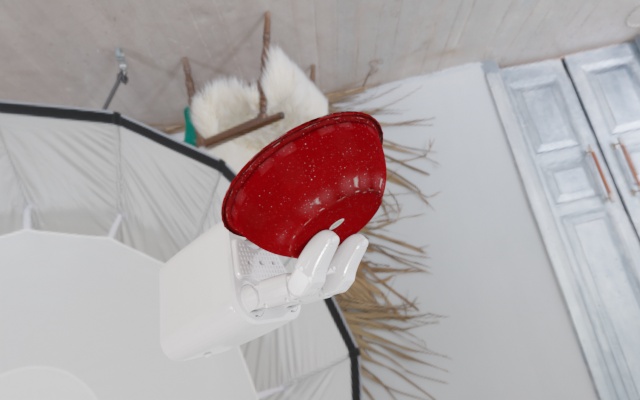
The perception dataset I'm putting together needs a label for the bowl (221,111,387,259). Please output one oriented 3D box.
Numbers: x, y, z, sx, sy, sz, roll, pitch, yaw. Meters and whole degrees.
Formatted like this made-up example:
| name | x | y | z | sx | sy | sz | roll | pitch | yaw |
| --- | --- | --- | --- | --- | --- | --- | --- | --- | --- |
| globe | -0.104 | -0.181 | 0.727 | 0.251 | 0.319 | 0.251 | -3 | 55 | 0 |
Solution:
| name | x | y | z | sx | sy | sz | roll | pitch | yaw |
| --- | --- | --- | --- | --- | --- | --- | --- | --- | --- |
| bowl | 0.001 | 0.001 | 0.409 | 0.162 | 0.055 | 0.162 | -28 | -25 | -14 |
